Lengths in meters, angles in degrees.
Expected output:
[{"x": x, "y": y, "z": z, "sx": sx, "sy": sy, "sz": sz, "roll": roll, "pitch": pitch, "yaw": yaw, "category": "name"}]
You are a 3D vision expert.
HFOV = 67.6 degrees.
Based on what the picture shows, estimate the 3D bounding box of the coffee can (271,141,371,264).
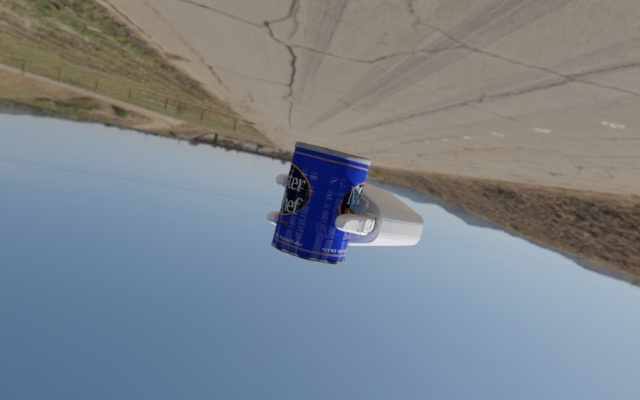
[{"x": 0.000, "y": 0.002, "z": 0.635, "sx": 0.103, "sy": 0.140, "sz": 0.103, "roll": 14, "pitch": 5, "yaw": -1, "category": "coffee can"}]
